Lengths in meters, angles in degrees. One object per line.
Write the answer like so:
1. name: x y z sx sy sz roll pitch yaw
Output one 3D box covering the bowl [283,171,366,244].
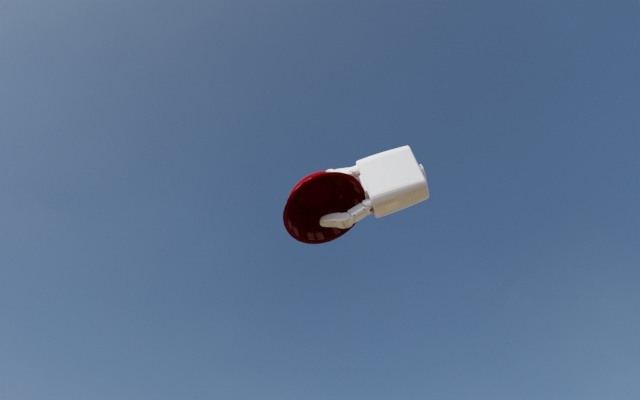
1. bowl: -0.001 0.003 0.895 0.162 0.162 0.055 0 34 -25
